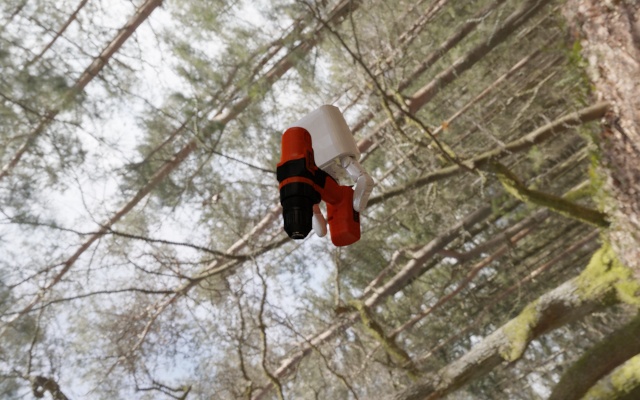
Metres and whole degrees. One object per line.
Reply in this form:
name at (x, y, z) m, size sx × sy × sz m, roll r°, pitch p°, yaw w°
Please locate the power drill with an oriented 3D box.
power drill at (0.000, 0.002, 0.735) m, size 0.057 × 0.184 × 0.188 m, roll -16°, pitch -34°, yaw 23°
